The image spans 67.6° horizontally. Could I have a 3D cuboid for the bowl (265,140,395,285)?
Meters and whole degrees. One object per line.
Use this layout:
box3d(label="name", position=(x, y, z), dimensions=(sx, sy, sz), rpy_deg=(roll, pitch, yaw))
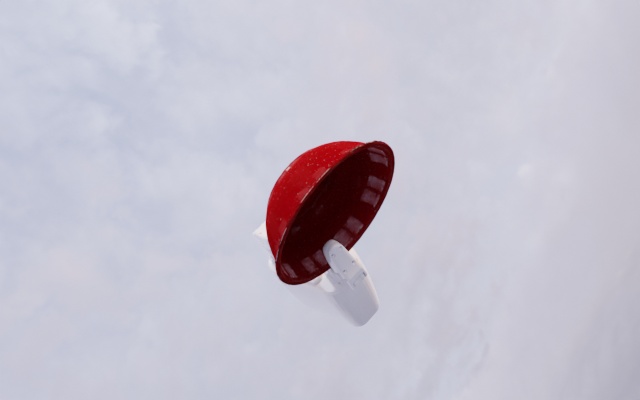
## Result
box3d(label="bowl", position=(0.000, 0.000, 0.459), dimensions=(0.055, 0.162, 0.162), rpy_deg=(38, 18, 26))
